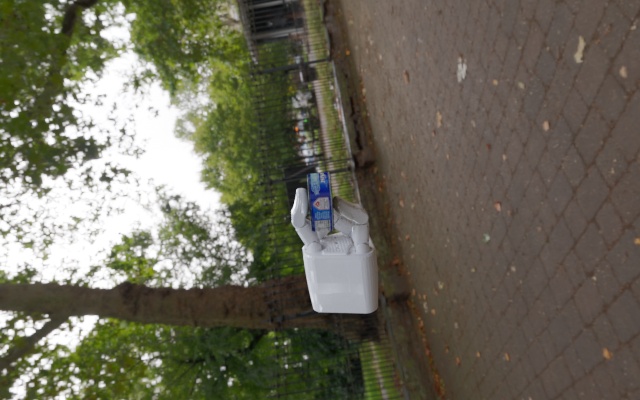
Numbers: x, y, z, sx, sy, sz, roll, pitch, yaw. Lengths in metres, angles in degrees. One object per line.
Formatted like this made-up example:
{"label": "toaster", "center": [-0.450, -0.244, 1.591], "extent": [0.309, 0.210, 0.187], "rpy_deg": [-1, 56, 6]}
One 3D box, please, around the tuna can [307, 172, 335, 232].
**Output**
{"label": "tuna can", "center": [0.000, 0.002, 0.691], "extent": [0.034, 0.086, 0.086], "rpy_deg": [-4, 0, -1]}
